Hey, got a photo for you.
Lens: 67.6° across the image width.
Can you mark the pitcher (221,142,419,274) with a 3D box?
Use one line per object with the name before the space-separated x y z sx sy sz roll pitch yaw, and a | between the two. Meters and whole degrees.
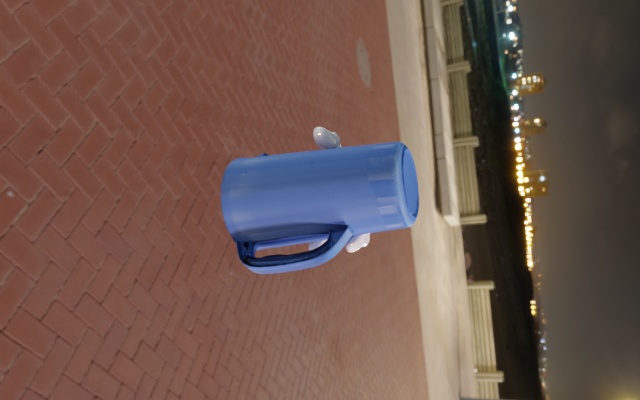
pitcher | 0.000 0.002 0.630 0.243 0.149 0.145 -7 9 22
